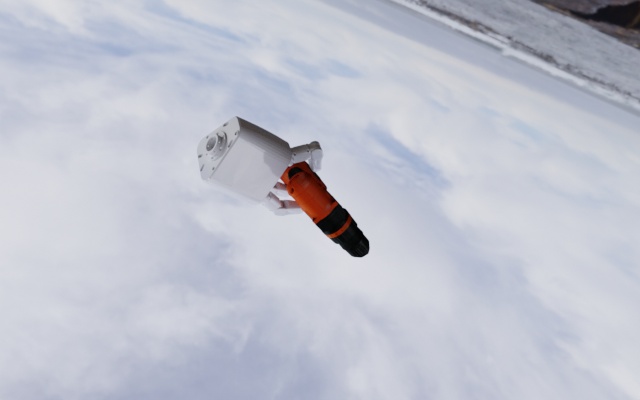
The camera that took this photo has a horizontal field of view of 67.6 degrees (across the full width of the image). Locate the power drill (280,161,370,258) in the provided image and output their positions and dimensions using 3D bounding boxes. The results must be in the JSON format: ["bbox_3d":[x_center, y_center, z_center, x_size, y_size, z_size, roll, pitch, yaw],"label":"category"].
[{"bbox_3d":[0.000,0.002,0.811,0.057,0.184,0.187,-41,27,0],"label":"power drill"}]
